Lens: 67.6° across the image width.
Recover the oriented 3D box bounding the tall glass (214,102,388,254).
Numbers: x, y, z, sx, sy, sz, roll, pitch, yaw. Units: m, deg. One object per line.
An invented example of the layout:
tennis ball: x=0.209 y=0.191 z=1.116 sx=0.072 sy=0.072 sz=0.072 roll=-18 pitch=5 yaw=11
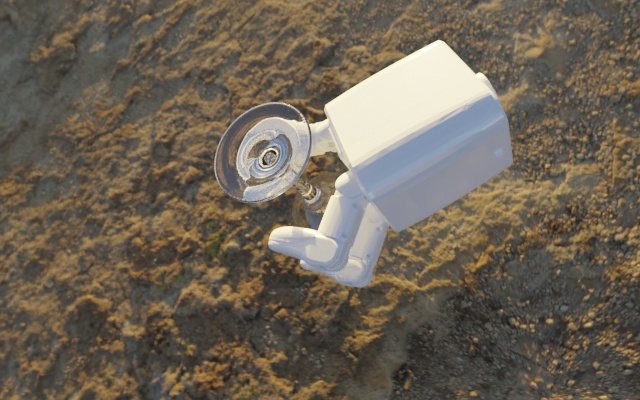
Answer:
tall glass: x=0.000 y=0.001 z=0.402 sx=0.079 sy=0.079 sz=0.201 roll=0 pitch=-21 yaw=25
